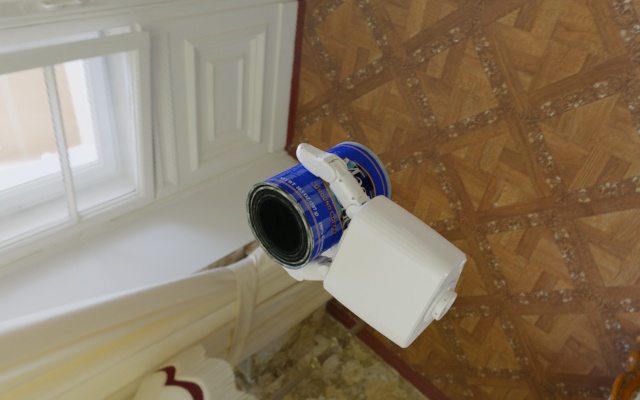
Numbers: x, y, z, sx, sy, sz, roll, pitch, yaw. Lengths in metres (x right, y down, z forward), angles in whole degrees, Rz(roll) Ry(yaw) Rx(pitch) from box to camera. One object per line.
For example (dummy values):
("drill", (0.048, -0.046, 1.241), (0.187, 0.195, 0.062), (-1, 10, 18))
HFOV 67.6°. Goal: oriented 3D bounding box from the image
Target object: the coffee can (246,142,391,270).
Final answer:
("coffee can", (0.000, 0.002, 0.552), (0.103, 0.103, 0.140), (0, 22, 46))
